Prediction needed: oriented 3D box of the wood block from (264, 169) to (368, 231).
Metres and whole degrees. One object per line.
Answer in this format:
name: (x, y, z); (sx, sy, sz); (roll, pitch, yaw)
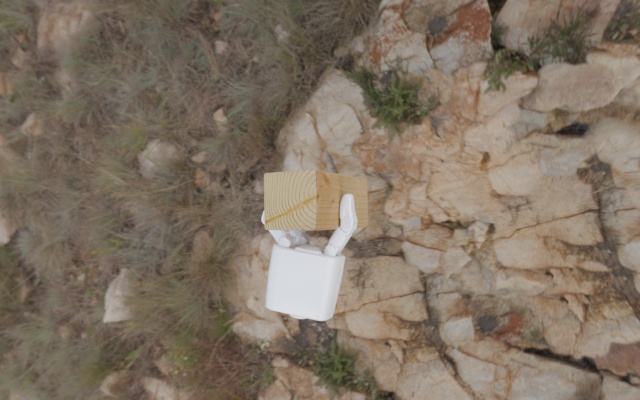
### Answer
wood block: (0.000, 0.003, 0.797); (0.091, 0.090, 0.206); (-1, -2, 26)
